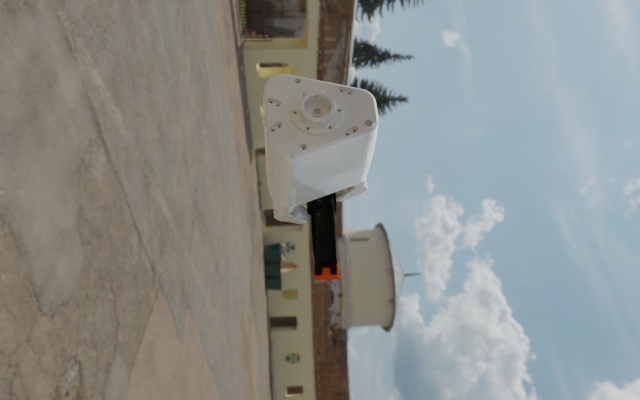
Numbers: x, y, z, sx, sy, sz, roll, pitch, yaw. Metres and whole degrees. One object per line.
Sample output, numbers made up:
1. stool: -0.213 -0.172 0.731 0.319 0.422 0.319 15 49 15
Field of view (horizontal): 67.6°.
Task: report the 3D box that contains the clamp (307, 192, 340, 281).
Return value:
1. clamp: 0.001 0.002 0.604 0.036 0.210 0.165 -3 -22 -3
